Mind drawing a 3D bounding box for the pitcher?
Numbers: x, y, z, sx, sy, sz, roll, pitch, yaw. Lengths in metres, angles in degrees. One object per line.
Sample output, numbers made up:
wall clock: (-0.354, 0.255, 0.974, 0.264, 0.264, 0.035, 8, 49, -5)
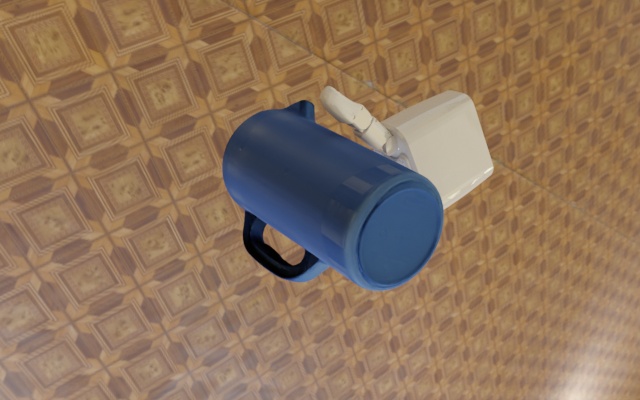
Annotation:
pitcher: (0.000, 0.001, 0.490, 0.145, 0.149, 0.242, -28, 32, -21)
